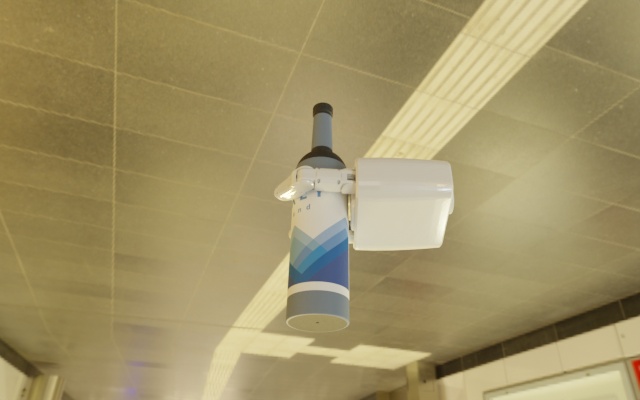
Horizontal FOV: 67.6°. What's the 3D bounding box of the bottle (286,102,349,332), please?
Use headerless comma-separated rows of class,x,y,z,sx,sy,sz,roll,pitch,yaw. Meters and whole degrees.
bottle,0.000,0.002,0.571,0.069,0.295,0.069,1,-31,1
